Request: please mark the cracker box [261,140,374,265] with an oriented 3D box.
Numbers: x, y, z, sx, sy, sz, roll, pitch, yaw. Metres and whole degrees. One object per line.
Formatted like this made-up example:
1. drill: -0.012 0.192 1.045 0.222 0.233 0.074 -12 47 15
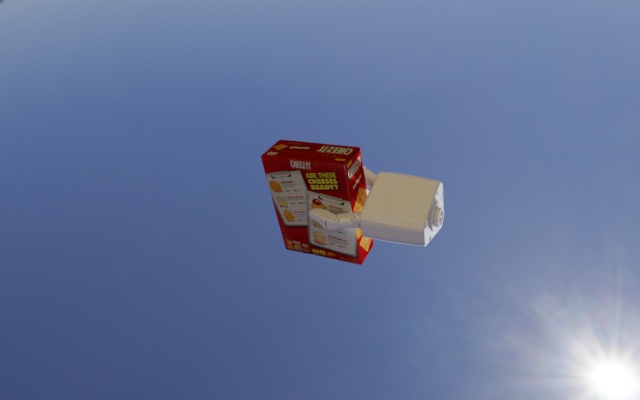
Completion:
1. cracker box: 0.000 0.003 0.856 0.164 0.214 0.072 9 38 27
